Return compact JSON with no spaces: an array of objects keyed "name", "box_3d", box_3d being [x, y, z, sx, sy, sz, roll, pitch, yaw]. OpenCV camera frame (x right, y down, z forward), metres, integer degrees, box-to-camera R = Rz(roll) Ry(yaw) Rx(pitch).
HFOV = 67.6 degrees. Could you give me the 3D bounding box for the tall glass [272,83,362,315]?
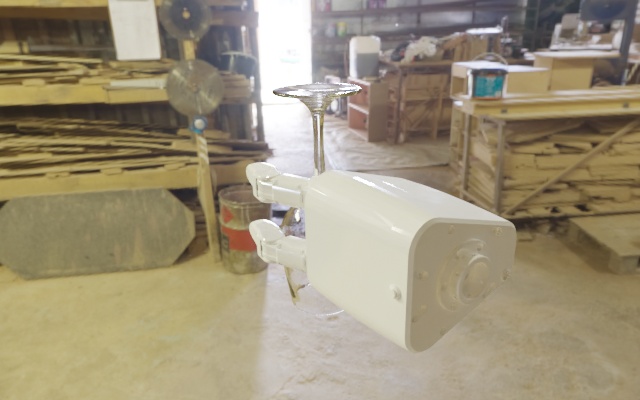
[{"name":"tall glass","box_3d":[0.000,0.001,0.429,0.079,0.201,0.079,-1,21,1]}]
